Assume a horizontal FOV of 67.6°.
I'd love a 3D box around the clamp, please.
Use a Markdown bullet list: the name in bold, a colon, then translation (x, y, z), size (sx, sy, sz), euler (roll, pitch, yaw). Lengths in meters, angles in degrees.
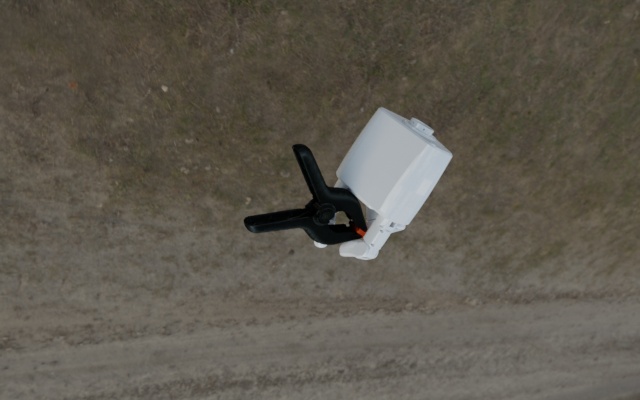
- **clamp**: translation (0.000, 0.002, 0.597), size (0.171, 0.120, 0.039), euler (16, 25, -38)
